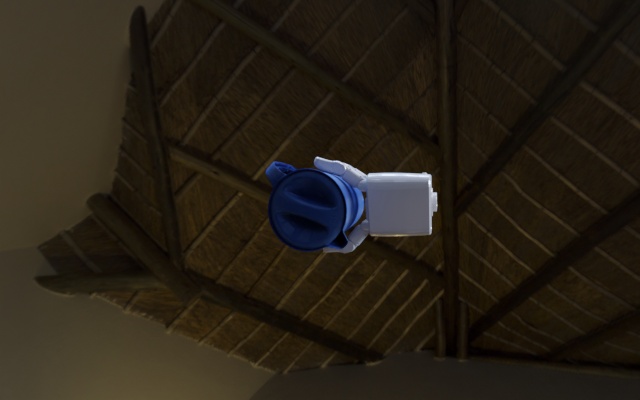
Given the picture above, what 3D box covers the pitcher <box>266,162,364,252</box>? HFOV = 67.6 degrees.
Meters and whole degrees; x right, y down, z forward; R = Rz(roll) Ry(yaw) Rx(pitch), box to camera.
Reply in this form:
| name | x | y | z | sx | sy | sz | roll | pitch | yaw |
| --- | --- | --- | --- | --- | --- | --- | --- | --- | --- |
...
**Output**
| name | x | y | z | sx | sy | sz | roll | pitch | yaw |
| --- | --- | --- | --- | --- | --- | --- | --- | --- | --- |
| pitcher | 0.000 | 0.003 | 0.873 | 0.145 | 0.149 | 0.243 | -2 | 2 | 15 |
